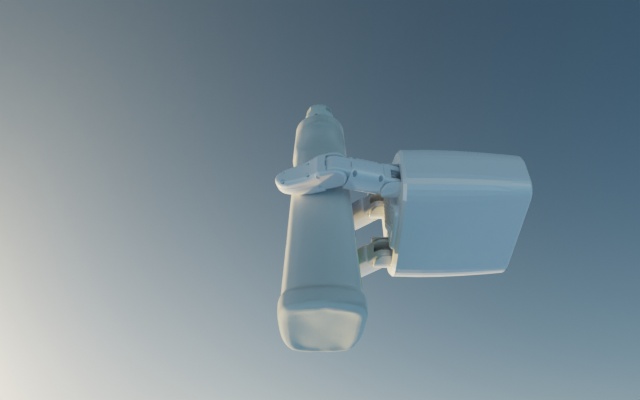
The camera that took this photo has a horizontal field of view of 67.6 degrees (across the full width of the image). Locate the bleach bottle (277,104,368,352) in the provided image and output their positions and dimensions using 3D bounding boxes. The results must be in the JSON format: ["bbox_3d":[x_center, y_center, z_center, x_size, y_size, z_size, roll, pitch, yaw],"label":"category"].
[{"bbox_3d":[0.000,0.002,0.441,0.068,0.250,0.103,1,-36,-2],"label":"bleach bottle"}]
